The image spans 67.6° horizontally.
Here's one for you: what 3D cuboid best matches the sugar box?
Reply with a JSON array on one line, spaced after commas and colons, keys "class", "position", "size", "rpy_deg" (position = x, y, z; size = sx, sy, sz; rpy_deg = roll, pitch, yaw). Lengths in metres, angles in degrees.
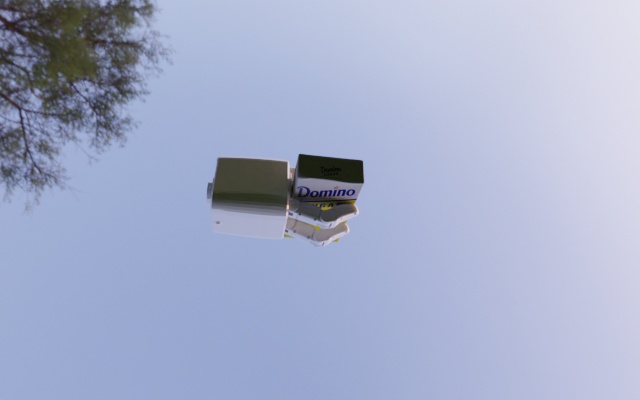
[{"class": "sugar box", "position": [0.000, 0.003, 0.711], "size": [0.093, 0.048, 0.176], "rpy_deg": [5, -30, -8]}]
